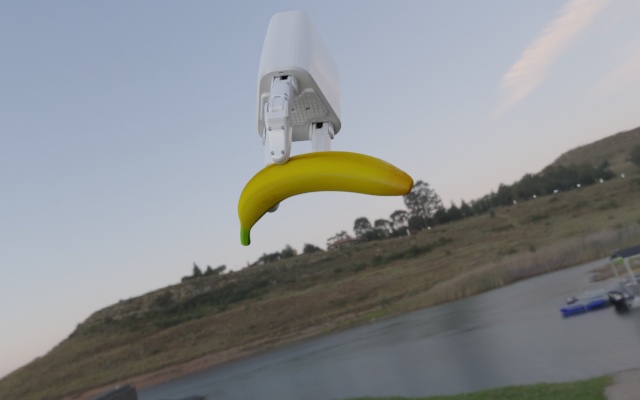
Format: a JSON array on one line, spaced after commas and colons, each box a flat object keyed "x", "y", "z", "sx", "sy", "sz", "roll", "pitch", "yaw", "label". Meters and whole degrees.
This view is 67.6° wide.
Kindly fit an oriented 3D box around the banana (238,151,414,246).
[{"x": -0.012, "y": -0.013, "z": 0.457, "sx": 0.198, "sy": 0.070, "sz": 0.037, "roll": -18, "pitch": 23, "yaw": 30, "label": "banana"}]
